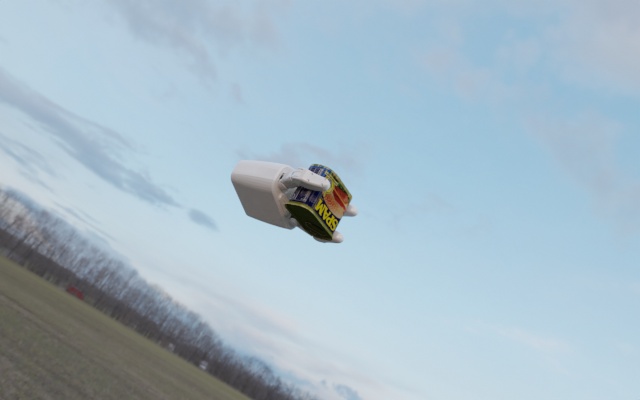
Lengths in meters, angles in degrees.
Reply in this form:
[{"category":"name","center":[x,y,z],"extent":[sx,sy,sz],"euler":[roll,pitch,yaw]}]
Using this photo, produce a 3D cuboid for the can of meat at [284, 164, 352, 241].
[{"category":"can of meat","center":[0.000,0.002,0.779],"extent":[0.057,0.084,0.102],"euler":[10,-30,38]}]
